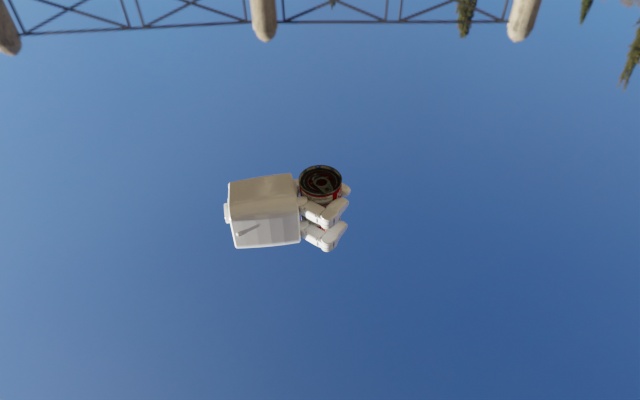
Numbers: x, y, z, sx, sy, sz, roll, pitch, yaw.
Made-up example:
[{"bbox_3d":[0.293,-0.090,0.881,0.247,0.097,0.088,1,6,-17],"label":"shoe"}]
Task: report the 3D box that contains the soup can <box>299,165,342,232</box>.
[{"bbox_3d":[0.001,0.003,0.776,0.068,0.068,0.102,0,-45,0],"label":"soup can"}]
